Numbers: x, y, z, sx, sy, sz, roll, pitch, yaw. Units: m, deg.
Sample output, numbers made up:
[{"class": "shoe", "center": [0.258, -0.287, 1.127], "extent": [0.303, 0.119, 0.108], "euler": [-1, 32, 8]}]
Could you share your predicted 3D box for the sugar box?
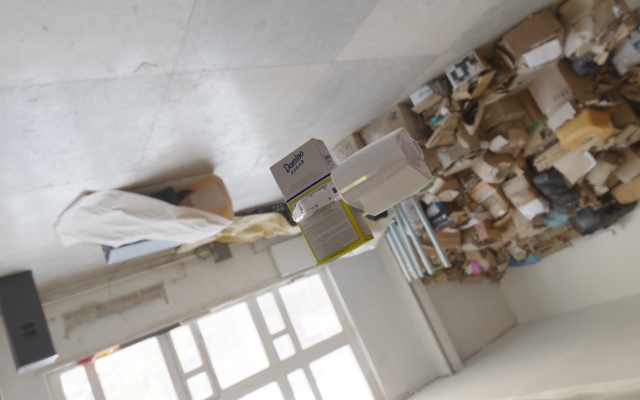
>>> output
[{"class": "sugar box", "center": [0.001, 0.002, 0.738], "extent": [0.093, 0.176, 0.048], "euler": [-31, -13, 24]}]
